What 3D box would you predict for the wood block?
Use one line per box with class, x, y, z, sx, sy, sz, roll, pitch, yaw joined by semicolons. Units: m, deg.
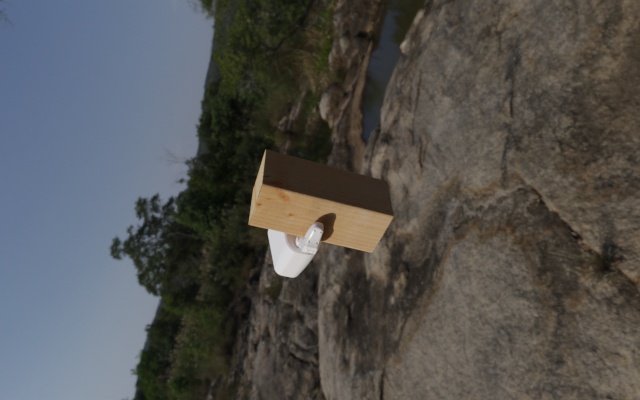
wood block;0.000;0.003;0.758;0.206;0.090;0.090;13;40;-13
